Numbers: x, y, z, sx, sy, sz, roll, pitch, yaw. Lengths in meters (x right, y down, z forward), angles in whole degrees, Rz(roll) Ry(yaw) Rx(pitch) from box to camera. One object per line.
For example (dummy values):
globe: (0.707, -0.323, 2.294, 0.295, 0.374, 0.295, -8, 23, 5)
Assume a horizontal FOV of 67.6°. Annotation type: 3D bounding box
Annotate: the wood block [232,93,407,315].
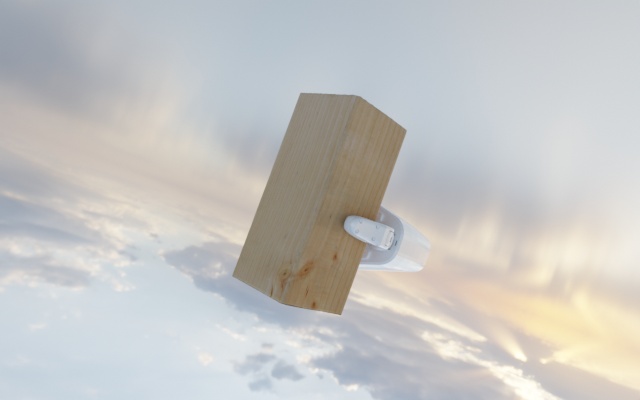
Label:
wood block: (0.001, 0.002, 0.499, 0.091, 0.206, 0.090, 16, -5, 46)
